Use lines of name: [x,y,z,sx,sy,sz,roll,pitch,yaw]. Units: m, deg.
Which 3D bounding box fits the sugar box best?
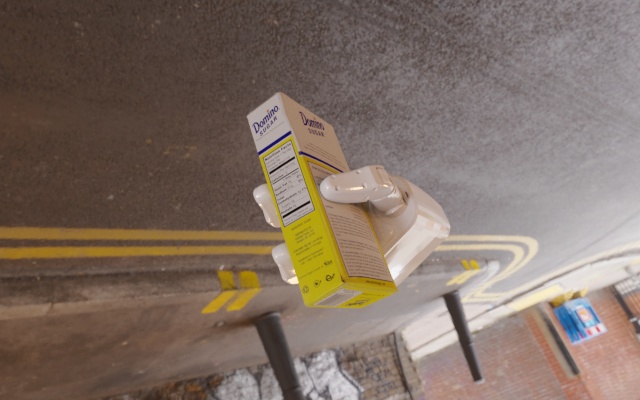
sugar box: [0.000,0.002,0.408,0.048,0.176,0.093,-33,-27,22]
